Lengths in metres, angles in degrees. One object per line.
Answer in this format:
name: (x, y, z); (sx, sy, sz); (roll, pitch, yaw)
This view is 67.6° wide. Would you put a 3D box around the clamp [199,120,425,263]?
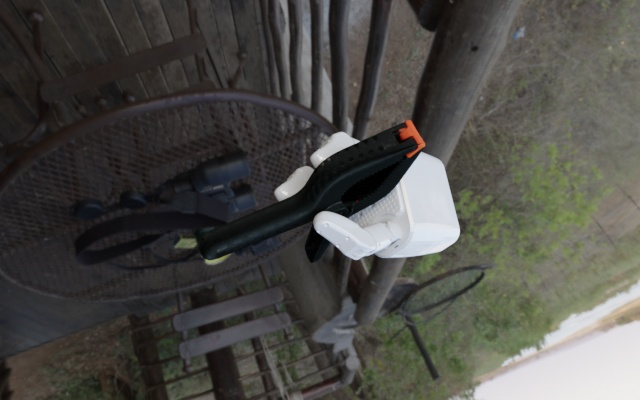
clamp: (0.001, 0.002, 0.434); (0.164, 0.036, 0.210); (3, -36, -47)
